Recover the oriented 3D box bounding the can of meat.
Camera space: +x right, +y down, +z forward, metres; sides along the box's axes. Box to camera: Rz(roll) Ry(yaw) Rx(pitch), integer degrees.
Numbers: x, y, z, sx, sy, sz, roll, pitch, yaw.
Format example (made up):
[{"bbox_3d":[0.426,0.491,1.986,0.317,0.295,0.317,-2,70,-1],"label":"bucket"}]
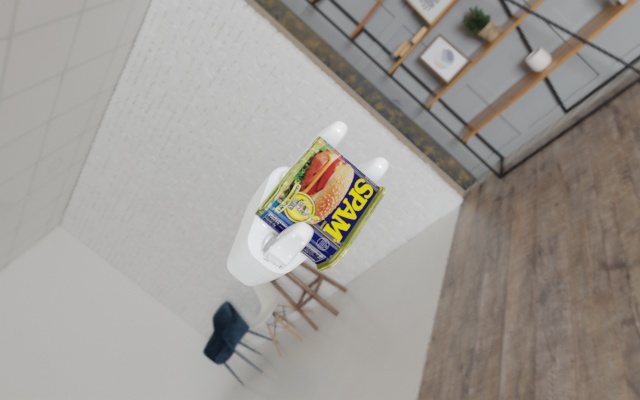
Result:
[{"bbox_3d":[0.000,0.001,0.456,0.084,0.102,0.057,40,-27,-7],"label":"can of meat"}]
